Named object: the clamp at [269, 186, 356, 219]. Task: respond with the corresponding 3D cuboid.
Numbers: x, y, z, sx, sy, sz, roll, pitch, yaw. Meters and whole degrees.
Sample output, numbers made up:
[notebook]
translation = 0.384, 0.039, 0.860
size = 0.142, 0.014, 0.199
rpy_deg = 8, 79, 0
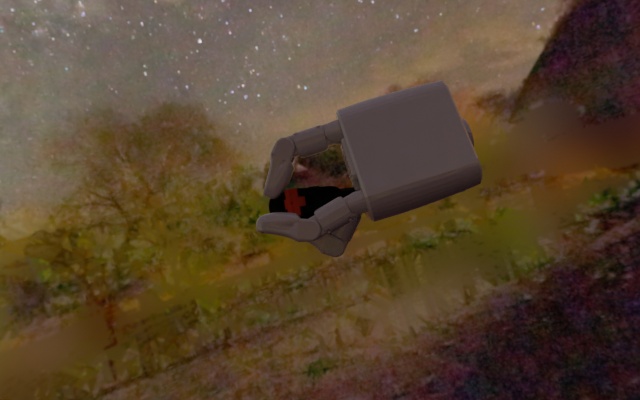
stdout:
[clamp]
translation = 0.000, 0.001, 0.529
size = 0.120, 0.039, 0.171
rpy_deg = -17, -1, 2
